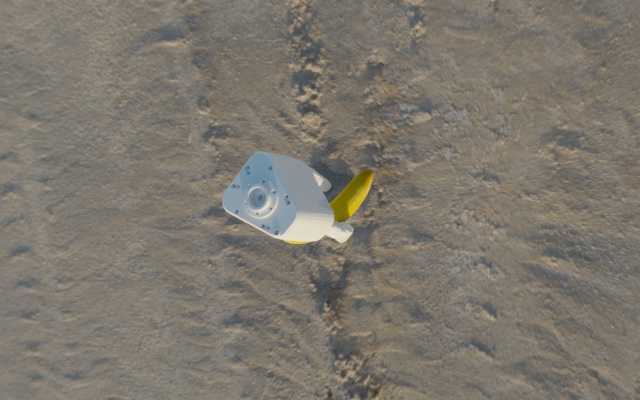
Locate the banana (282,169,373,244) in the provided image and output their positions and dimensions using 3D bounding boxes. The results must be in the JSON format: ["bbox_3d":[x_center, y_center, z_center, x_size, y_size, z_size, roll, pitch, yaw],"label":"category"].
[{"bbox_3d":[0.003,0.021,0.749,0.198,0.069,0.037,-27,-21,21],"label":"banana"}]
